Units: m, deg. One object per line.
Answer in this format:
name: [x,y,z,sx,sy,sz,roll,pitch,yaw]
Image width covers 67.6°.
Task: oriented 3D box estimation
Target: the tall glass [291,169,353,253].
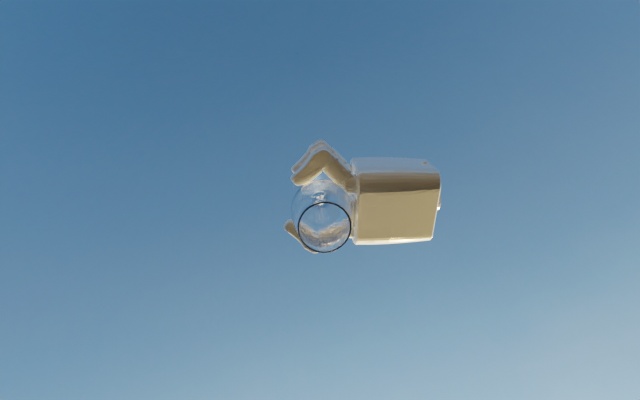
tall glass: [0.000,0.002,0.633,0.079,0.079,0.201,0,17,-3]
